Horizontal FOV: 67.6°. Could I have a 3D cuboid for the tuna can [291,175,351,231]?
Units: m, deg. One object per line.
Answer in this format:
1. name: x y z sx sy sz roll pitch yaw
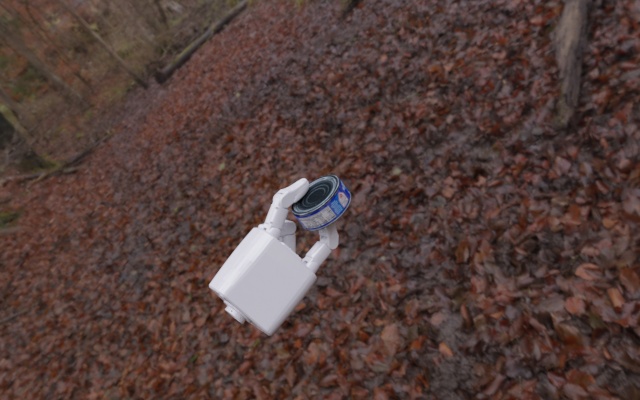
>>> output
1. tuna can: 0.000 0.002 0.695 0.086 0.034 0.086 -28 29 17
